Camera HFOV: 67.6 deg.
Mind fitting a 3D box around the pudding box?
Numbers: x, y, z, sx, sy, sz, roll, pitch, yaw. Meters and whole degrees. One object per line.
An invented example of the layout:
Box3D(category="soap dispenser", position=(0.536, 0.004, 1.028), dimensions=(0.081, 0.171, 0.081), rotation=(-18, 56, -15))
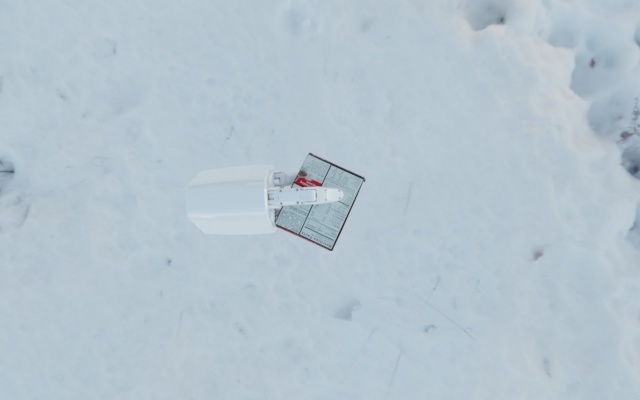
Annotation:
Box3D(category="pudding box", position=(0.000, 0.002, 0.661), dimensions=(0.090, 0.113, 0.039), rotation=(25, 0, 4))
